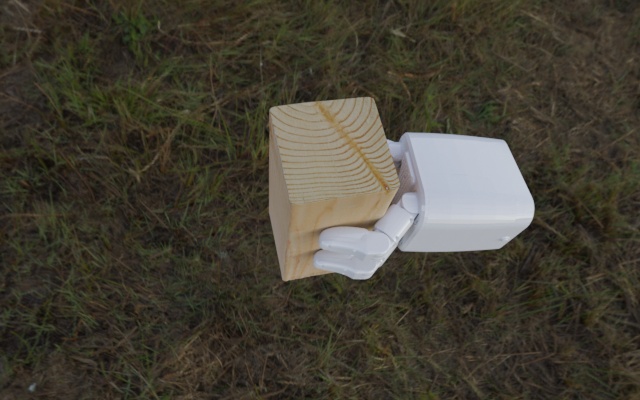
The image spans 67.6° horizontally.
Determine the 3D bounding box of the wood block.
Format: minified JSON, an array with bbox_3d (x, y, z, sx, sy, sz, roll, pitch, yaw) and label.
[{"bbox_3d":[0.000,0.001,0.467,0.090,0.090,0.206,-8,-24,-10],"label":"wood block"}]
